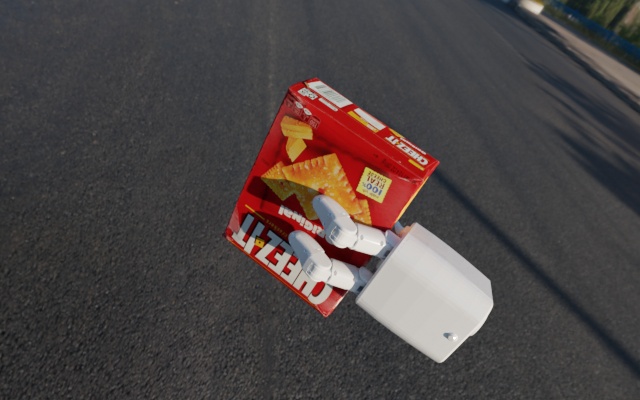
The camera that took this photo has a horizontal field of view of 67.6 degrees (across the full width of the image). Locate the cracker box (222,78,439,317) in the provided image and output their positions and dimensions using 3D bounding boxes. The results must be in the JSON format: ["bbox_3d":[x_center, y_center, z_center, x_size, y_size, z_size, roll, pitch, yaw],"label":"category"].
[{"bbox_3d":[0.000,0.002,0.529,0.164,0.214,0.072,37,32,11],"label":"cracker box"}]
